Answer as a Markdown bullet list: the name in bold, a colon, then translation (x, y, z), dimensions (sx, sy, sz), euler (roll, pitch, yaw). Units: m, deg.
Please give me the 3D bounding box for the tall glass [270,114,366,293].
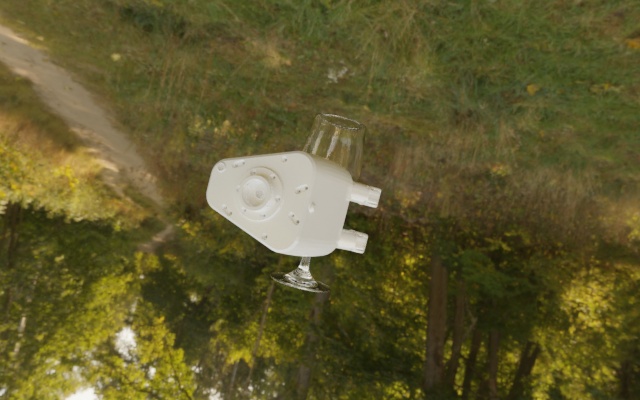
- **tall glass**: translation (0.000, 0.003, 0.570), dimensions (0.079, 0.201, 0.079), euler (14, 0, 0)
